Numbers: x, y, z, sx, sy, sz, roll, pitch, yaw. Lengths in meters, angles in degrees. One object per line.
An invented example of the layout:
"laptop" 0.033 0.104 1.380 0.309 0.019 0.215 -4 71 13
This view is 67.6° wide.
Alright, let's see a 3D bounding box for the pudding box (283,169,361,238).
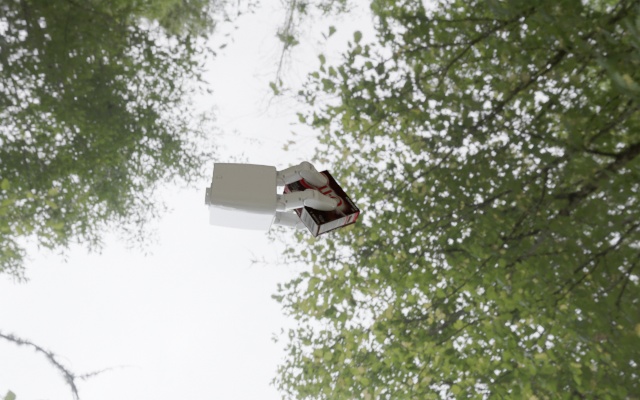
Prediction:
"pudding box" 0.000 0.003 0.829 0.090 0.113 0.039 -19 -33 -29
